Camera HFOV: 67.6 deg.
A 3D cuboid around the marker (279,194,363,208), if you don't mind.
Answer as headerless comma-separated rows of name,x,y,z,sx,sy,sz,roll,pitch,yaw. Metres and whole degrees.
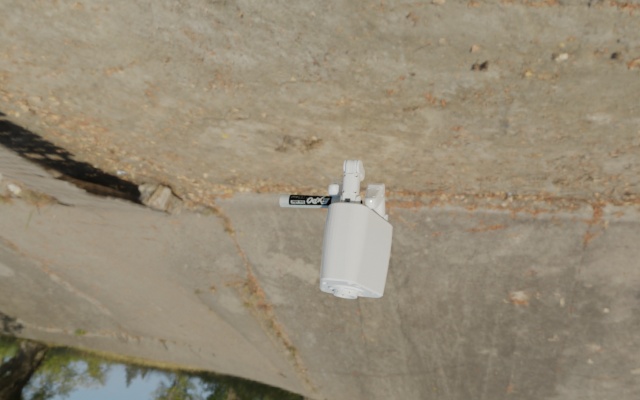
marker,0.000,0.002,0.680,0.121,0.020,0.020,2,1,18
